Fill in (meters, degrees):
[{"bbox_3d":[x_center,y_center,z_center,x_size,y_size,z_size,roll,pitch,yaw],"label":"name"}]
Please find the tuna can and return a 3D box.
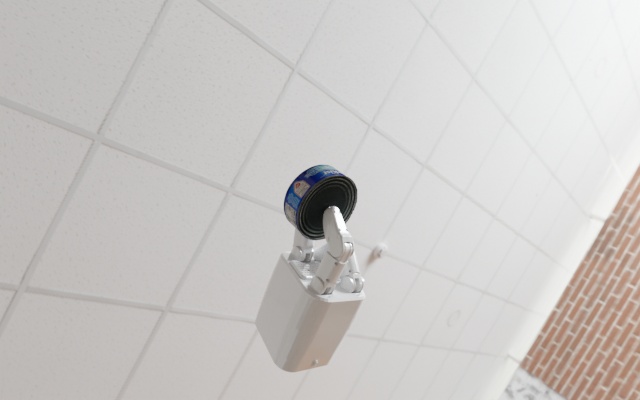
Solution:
[{"bbox_3d":[0.000,0.001,0.558,0.086,0.086,0.033,0,29,-41],"label":"tuna can"}]
